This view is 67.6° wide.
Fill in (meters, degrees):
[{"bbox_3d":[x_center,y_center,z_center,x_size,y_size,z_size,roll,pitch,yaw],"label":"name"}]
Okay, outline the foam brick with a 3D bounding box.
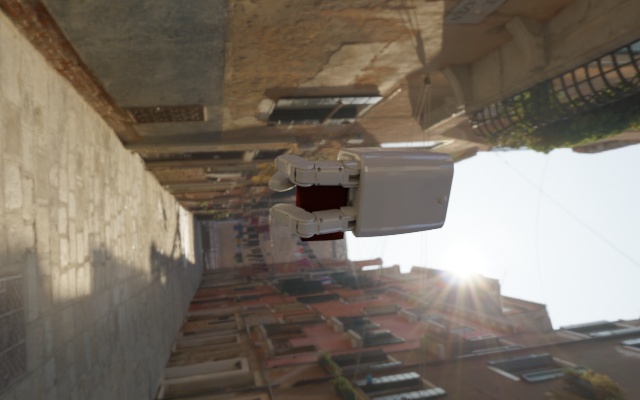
[{"bbox_3d":[0.000,0.002,0.552,0.051,0.078,0.053,-2,27,-10],"label":"foam brick"}]
